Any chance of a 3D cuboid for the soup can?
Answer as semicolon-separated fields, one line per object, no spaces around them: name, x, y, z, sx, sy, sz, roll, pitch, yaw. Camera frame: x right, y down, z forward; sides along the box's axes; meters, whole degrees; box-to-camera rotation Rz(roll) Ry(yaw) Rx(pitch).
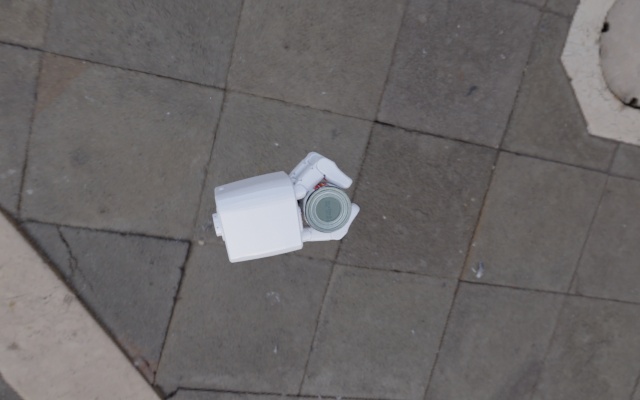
soup can;0.001;0.002;0.694;0.068;0.068;0.102;0;12;-13
